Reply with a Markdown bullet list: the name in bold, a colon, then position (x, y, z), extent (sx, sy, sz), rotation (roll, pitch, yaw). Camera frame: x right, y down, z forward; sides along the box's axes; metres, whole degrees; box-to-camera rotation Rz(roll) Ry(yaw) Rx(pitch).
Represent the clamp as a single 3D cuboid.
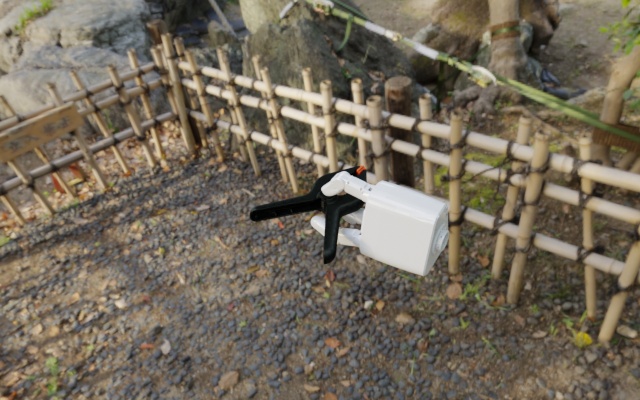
- **clamp**: position (0.001, 0.002, 0.775), extent (0.164, 0.036, 0.210), rotation (22, 47, 25)
